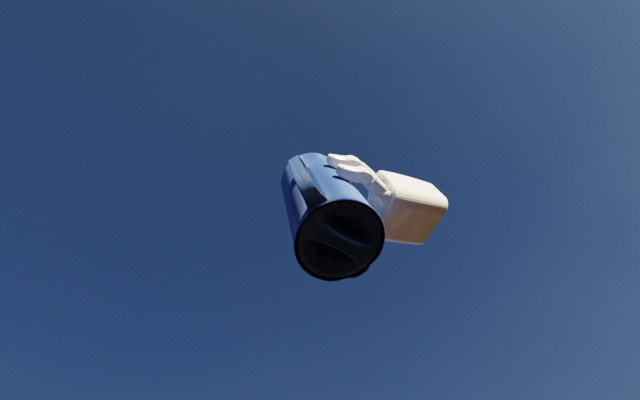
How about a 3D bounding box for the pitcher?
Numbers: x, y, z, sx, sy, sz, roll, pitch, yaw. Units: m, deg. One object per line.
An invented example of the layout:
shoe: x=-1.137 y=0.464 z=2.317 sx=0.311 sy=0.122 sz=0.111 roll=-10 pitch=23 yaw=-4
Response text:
pitcher: x=0.000 y=0.003 z=0.769 sx=0.145 sy=0.149 sz=0.242 roll=9 pitch=23 yaw=-17
